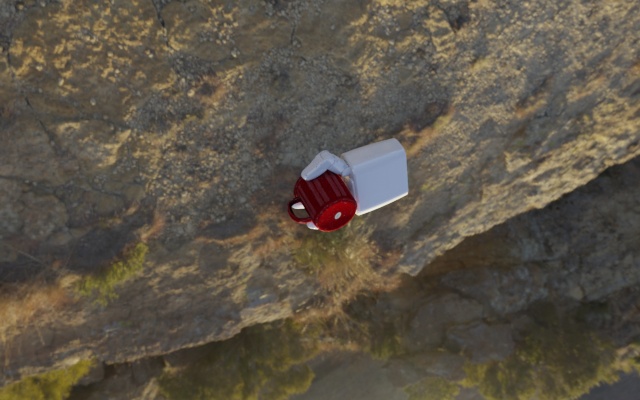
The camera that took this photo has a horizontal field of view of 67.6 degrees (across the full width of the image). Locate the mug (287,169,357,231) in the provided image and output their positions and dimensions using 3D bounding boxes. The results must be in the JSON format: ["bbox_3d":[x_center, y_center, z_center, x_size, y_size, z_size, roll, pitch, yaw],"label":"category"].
[{"bbox_3d":[-0.001,0.003,0.820,0.117,0.081,0.093,-21,-38,-13],"label":"mug"}]
